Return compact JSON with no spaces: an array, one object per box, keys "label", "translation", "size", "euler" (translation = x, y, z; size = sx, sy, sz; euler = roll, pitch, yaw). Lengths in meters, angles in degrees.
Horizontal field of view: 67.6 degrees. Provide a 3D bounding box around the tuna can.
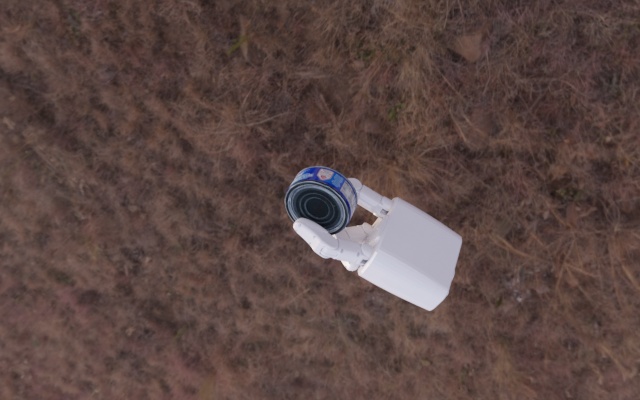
[{"label":"tuna can","translation":[0.000,0.002,0.586],"size":[0.086,0.086,0.033],"euler":[0,35,24]}]
